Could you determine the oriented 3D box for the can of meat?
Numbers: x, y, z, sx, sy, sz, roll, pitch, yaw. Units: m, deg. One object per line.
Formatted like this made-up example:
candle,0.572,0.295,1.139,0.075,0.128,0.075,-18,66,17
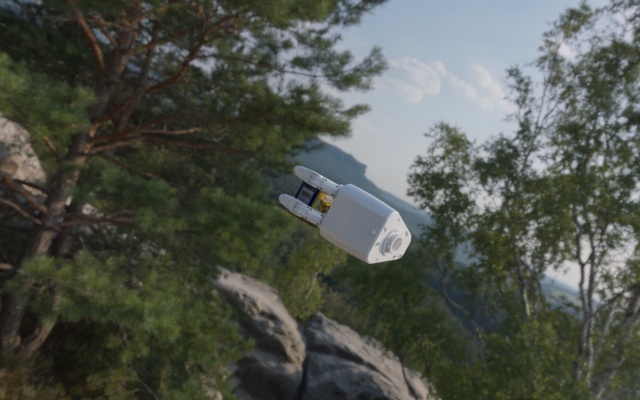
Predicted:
can of meat,0.000,0.002,0.847,0.057,0.084,0.102,32,4,42
